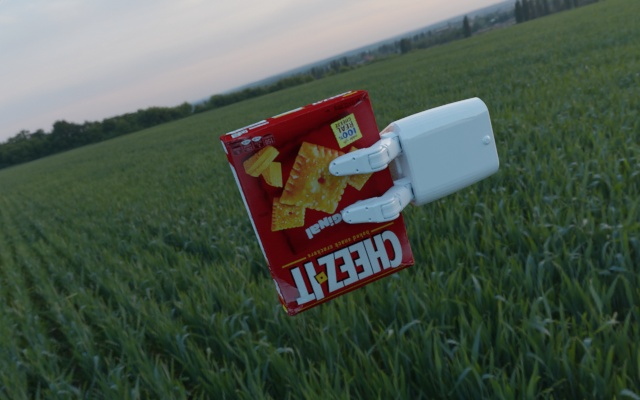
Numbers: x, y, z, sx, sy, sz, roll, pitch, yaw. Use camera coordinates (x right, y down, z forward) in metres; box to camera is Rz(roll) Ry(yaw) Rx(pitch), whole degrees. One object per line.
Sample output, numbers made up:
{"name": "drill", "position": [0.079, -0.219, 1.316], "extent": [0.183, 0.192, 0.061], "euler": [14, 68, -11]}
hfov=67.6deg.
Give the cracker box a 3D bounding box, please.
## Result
{"name": "cracker box", "position": [0.000, 0.002, 0.546], "extent": [0.164, 0.214, 0.072], "euler": [-21, 16, -10]}
